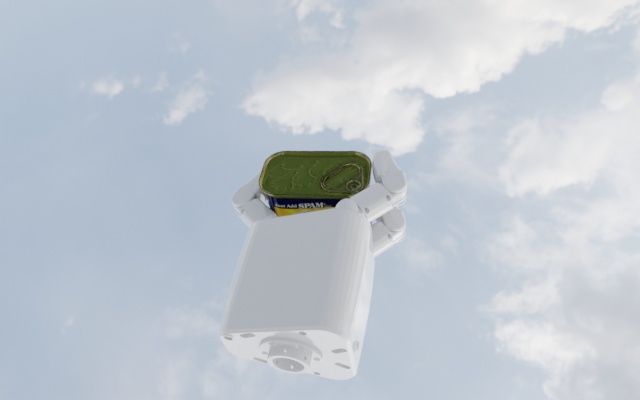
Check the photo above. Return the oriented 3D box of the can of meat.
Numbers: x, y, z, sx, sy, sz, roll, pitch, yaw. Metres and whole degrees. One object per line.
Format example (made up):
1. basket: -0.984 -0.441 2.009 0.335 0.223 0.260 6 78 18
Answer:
1. can of meat: 0.000 0.002 0.463 0.102 0.057 0.084 1 -41 11
